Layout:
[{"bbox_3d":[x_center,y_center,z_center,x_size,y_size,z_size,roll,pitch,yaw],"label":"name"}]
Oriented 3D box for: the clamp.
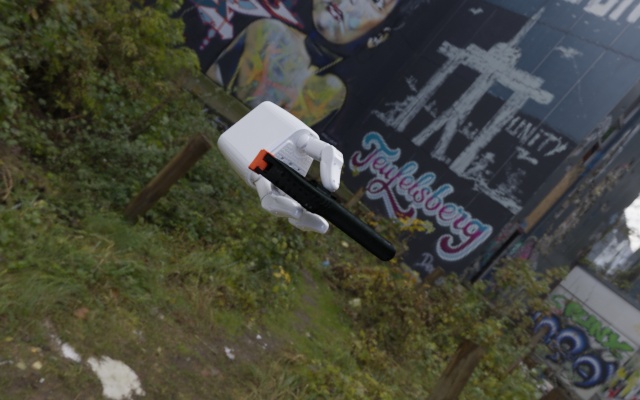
[{"bbox_3d":[0.000,0.001,0.593,0.210,0.036,0.164,33,5,-47],"label":"clamp"}]
